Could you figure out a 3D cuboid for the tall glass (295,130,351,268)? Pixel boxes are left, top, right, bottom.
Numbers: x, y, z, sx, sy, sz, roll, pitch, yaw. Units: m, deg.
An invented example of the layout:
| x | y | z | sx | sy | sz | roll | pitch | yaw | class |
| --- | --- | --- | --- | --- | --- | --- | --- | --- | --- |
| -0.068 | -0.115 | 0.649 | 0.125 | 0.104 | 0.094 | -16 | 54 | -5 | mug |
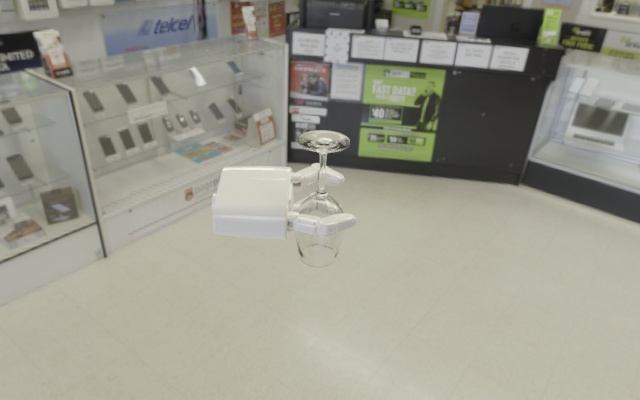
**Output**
| x | y | z | sx | sy | sz | roll | pitch | yaw | class |
| --- | --- | --- | --- | --- | --- | --- | --- | --- | --- |
| 0.000 | 0.002 | 0.714 | 0.079 | 0.201 | 0.079 | 2 | 30 | -1 | tall glass |
